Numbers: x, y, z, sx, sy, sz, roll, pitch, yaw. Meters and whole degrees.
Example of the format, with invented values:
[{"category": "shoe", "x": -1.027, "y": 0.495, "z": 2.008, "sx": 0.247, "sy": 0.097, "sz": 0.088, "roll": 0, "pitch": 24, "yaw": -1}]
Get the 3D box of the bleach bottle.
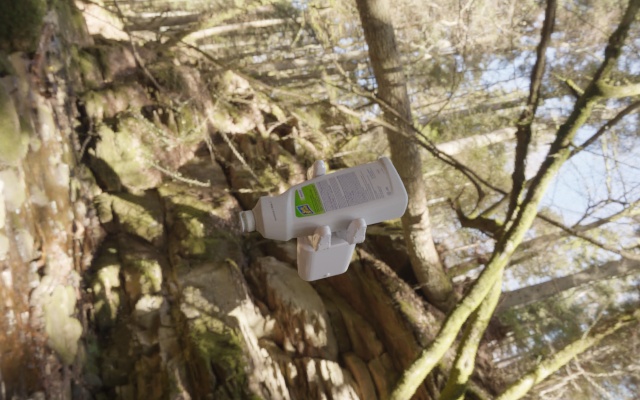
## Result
[{"category": "bleach bottle", "x": 0.000, "y": 0.002, "z": 0.734, "sx": 0.251, "sy": 0.102, "sz": 0.068, "roll": -11, "pitch": -37, "yaw": -14}]
